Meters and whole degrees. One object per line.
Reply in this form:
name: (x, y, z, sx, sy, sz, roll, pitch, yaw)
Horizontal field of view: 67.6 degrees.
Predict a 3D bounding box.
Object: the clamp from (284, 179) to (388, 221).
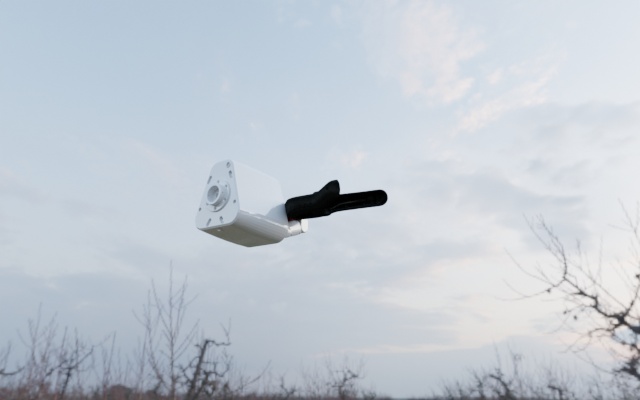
clamp: (0.000, 0.002, 0.709, 0.171, 0.039, 0.120, -15, -23, 33)
